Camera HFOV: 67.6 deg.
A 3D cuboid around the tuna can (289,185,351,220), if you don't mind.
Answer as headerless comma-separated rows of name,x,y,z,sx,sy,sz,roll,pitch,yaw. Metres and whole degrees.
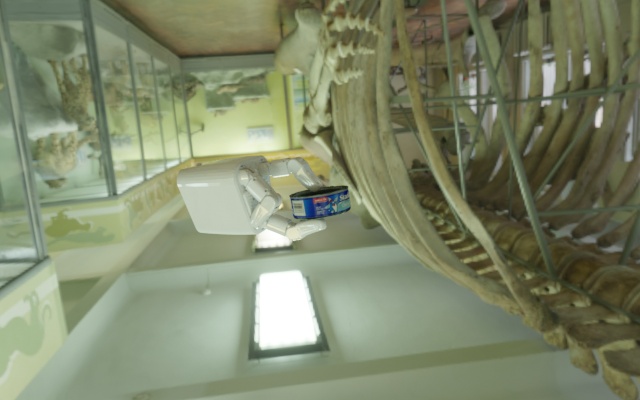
tuna can,0.000,0.003,0.683,0.086,0.034,0.086,-9,8,1
